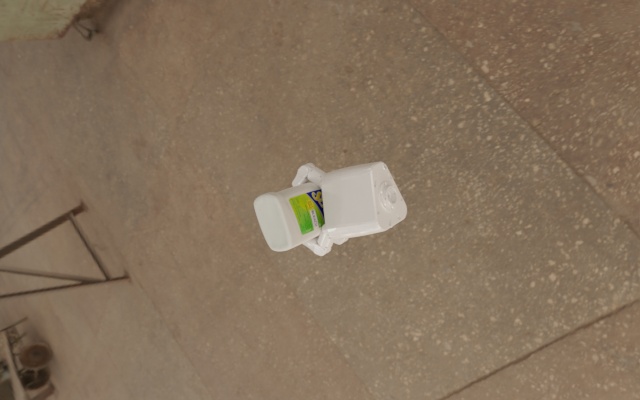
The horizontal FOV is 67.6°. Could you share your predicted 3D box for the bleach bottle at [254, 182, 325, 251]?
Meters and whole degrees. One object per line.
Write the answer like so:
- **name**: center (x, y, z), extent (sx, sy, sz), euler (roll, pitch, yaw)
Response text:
- **bleach bottle**: center (0.000, 0.003, 0.861), extent (0.068, 0.102, 0.250), euler (-12, 9, 43)
